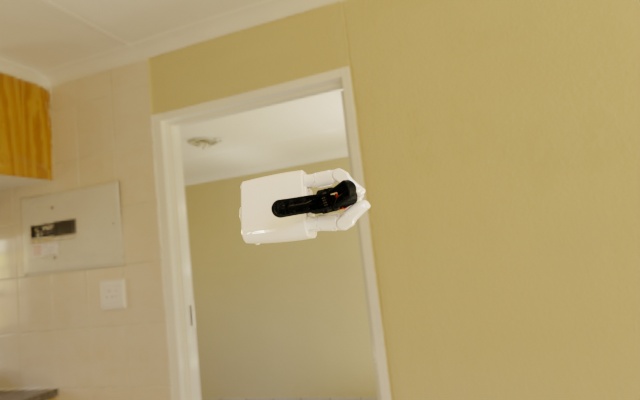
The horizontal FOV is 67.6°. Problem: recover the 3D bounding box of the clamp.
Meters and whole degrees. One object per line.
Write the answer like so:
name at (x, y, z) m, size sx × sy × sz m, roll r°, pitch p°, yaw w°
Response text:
clamp at (0.000, 0.002, 0.703) m, size 0.120 × 0.039 × 0.171 m, roll -9°, pitch -7°, yaw 8°
